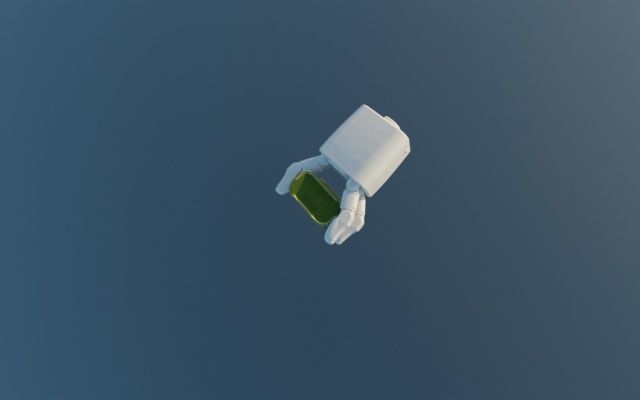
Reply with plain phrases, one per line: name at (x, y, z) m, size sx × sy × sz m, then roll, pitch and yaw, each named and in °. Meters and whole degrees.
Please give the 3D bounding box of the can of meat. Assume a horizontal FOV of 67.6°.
can of meat at (0.000, 0.003, 0.795) m, size 0.057 × 0.102 × 0.084 m, roll -43°, pitch -15°, yaw 2°
